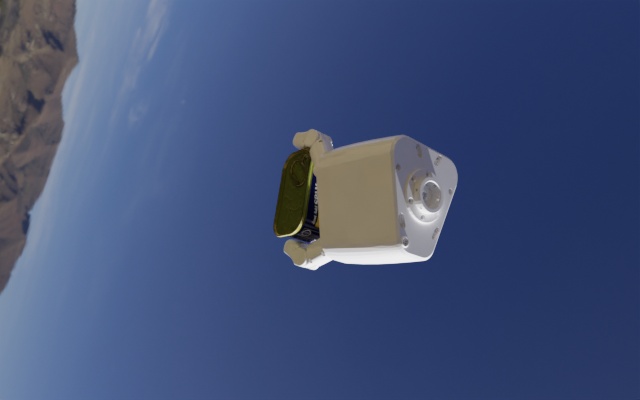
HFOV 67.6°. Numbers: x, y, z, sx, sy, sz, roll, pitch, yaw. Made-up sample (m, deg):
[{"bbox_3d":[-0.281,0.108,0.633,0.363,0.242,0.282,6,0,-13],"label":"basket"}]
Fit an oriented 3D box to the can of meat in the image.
[{"bbox_3d":[0.000,0.002,0.556,0.084,0.102,0.057,20,-21,-33],"label":"can of meat"}]
